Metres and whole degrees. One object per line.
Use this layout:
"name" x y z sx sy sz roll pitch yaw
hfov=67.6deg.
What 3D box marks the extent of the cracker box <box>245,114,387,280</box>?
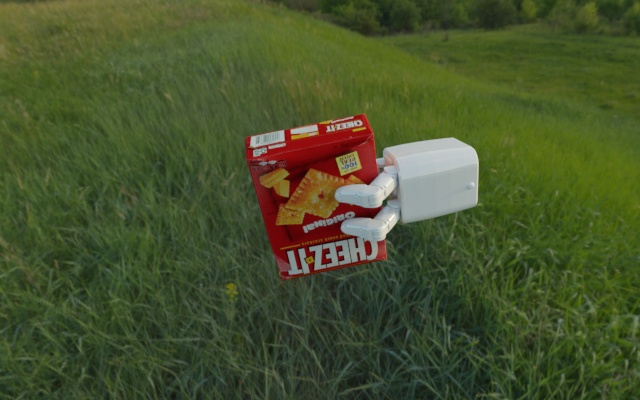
"cracker box" 0.000 0.002 0.666 0.164 0.214 0.072 -11 34 0
